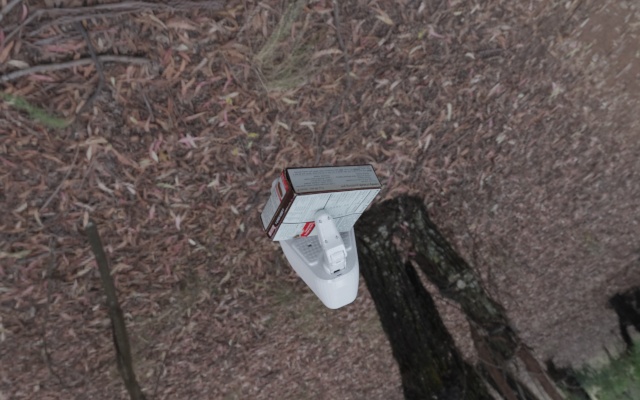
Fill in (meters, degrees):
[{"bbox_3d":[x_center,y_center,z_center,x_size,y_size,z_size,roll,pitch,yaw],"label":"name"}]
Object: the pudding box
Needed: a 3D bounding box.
[{"bbox_3d":[0.000,0.002,0.531,0.113,0.039,0.090,-6,-34,-31],"label":"pudding box"}]
